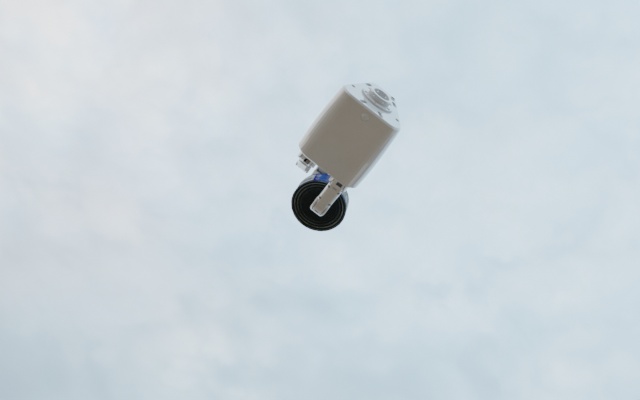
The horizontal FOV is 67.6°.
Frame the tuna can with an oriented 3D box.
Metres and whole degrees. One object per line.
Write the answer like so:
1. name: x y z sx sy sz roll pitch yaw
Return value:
1. tuna can: 0.000 0.002 0.737 0.086 0.086 0.033 0 26 14
